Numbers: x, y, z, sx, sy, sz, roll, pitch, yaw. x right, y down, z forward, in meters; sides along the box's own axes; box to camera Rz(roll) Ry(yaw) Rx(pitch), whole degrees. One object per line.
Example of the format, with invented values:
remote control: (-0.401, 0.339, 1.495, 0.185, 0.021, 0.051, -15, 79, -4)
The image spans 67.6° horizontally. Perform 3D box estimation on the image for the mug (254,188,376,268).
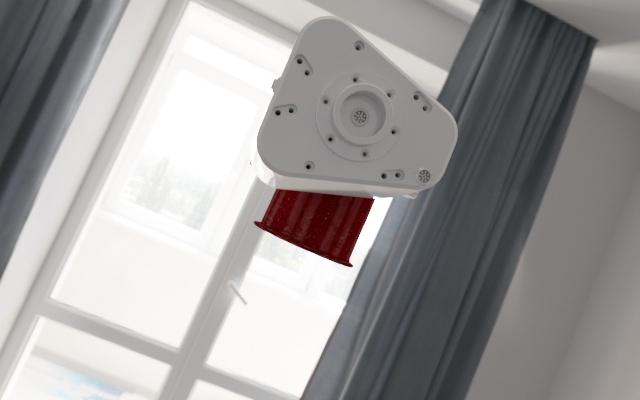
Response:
mug: (0.000, 0.001, 0.423, 0.093, 0.081, 0.117, 24, -2, -8)
